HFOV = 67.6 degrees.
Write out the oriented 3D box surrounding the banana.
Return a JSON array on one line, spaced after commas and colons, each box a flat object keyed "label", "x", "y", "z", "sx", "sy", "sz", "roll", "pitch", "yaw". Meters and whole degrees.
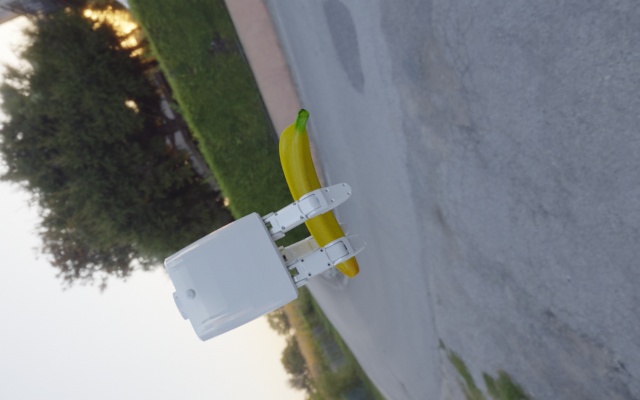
[{"label": "banana", "x": -0.008, "y": -0.003, "z": 0.549, "sx": 0.037, "sy": 0.198, "sz": 0.069, "roll": -24, "pitch": 14, "yaw": -17}]
